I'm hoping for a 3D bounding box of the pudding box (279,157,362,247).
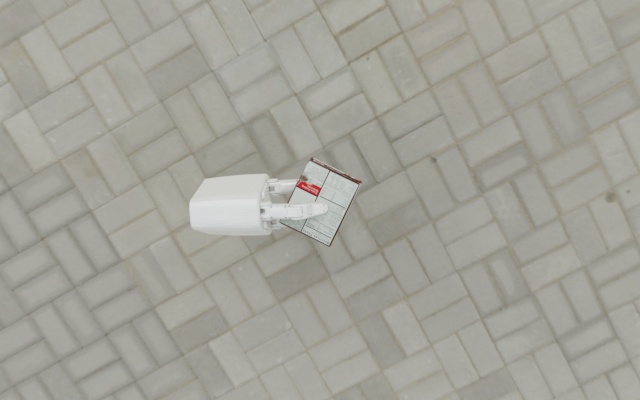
[{"bbox_3d":[0.000,0.002,0.735,0.090,0.113,0.039,26,11,2],"label":"pudding box"}]
